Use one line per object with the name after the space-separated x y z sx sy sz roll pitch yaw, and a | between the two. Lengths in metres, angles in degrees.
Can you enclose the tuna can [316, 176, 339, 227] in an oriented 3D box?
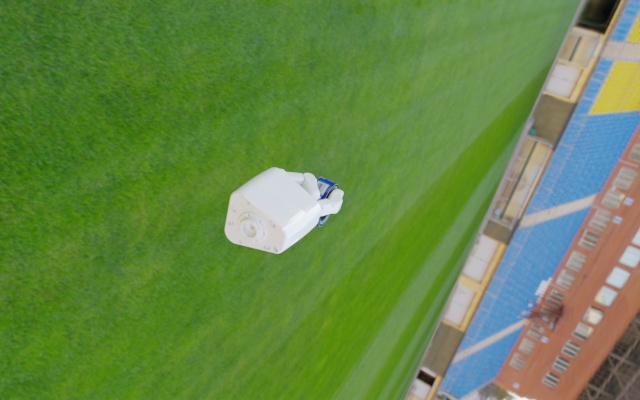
0.001 0.003 0.854 0.034 0.086 0.086 22 6 16 | tuna can
